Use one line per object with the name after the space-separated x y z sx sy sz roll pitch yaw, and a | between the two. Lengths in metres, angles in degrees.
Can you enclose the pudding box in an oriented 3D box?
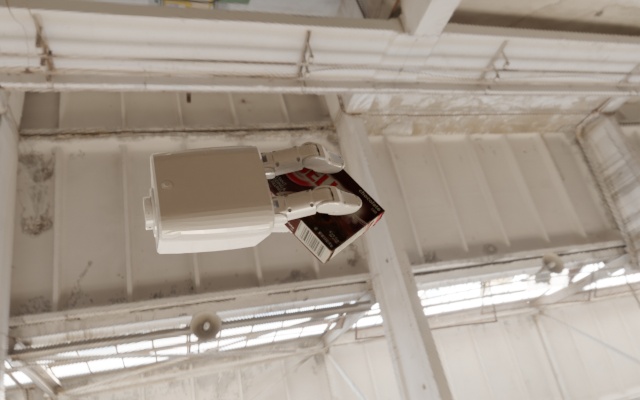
0.000 0.002 0.528 0.090 0.113 0.039 -34 -15 -34 | pudding box
